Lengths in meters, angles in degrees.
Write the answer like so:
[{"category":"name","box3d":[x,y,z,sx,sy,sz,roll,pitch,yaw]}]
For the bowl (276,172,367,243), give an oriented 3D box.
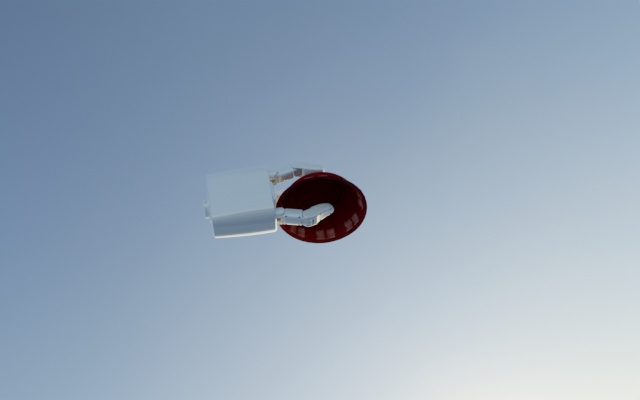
[{"category":"bowl","box3d":[0.001,0.003,0.853,0.162,0.162,0.055,0,42,-5]}]
